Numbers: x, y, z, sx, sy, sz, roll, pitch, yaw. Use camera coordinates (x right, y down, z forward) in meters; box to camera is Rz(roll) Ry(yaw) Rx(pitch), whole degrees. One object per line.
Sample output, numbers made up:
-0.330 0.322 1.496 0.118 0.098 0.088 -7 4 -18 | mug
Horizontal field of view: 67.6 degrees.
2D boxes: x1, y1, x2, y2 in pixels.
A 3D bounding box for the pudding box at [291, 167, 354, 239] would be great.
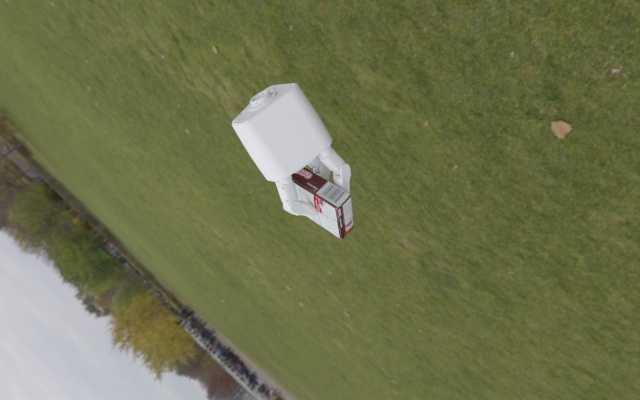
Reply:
0.000 0.003 0.792 0.113 0.039 0.090 33 -26 29 | pudding box
